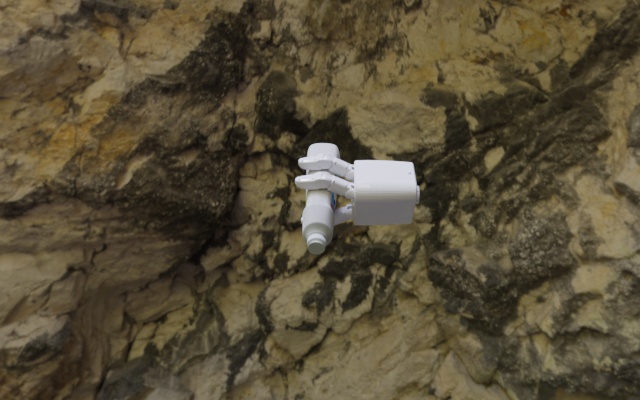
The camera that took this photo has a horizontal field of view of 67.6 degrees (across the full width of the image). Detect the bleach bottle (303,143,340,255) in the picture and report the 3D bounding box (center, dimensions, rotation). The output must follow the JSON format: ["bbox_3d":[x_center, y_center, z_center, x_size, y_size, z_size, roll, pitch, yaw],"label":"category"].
[{"bbox_3d":[0.000,0.003,0.862,0.068,0.103,0.250,1,40,3],"label":"bleach bottle"}]
